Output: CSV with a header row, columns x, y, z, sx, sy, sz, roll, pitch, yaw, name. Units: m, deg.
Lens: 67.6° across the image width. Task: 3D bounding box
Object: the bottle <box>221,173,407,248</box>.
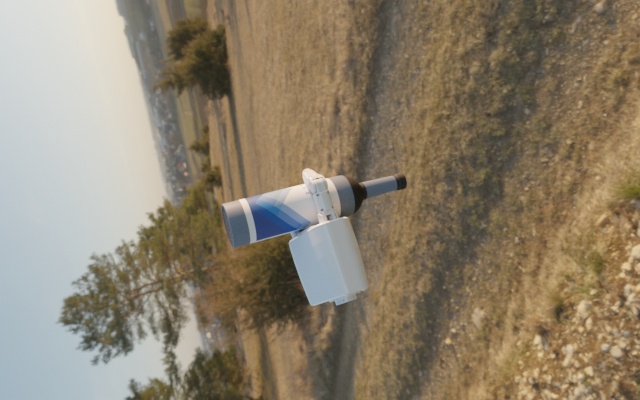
x,y,z,sx,sy,sz,roll,pitch,yaw,name
0.000,0.002,0.739,0.295,0.069,0.069,-14,5,-18,bottle
